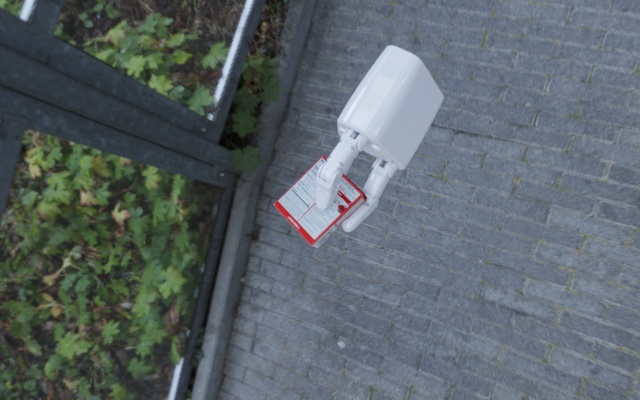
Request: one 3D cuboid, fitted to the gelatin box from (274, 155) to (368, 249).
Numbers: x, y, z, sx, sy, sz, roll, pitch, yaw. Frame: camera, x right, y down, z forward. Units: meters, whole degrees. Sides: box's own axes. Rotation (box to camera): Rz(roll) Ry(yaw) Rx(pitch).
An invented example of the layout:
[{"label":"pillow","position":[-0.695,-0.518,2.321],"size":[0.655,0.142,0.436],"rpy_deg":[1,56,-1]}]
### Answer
[{"label":"gelatin box","position":[0.000,0.002,0.581],"size":[0.073,0.089,0.030],"rpy_deg":[45,0,20]}]
